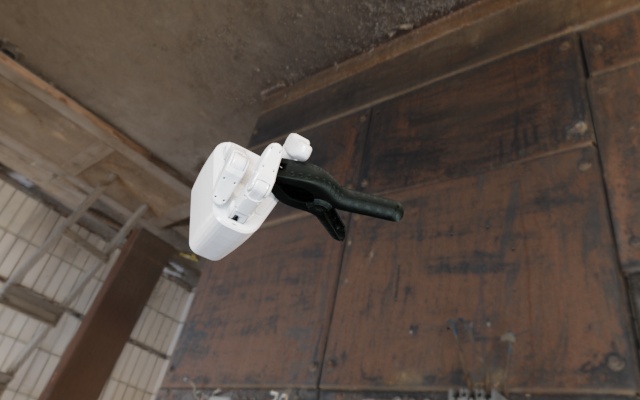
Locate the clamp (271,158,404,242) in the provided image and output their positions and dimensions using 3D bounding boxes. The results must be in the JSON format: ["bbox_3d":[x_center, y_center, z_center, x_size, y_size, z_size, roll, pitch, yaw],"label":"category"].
[{"bbox_3d":[0.000,0.002,0.574,0.171,0.039,0.120,26,-38,-19],"label":"clamp"}]
